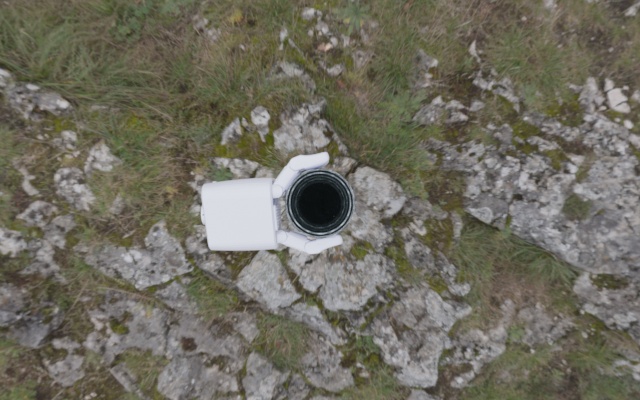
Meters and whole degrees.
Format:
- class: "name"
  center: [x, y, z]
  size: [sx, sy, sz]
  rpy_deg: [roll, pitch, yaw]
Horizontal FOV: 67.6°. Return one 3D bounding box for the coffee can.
- class: "coffee can"
  center: [0.000, 0.003, 0.761]
  size: [0.103, 0.103, 0.140]
  rpy_deg: [0, 1, 1]
